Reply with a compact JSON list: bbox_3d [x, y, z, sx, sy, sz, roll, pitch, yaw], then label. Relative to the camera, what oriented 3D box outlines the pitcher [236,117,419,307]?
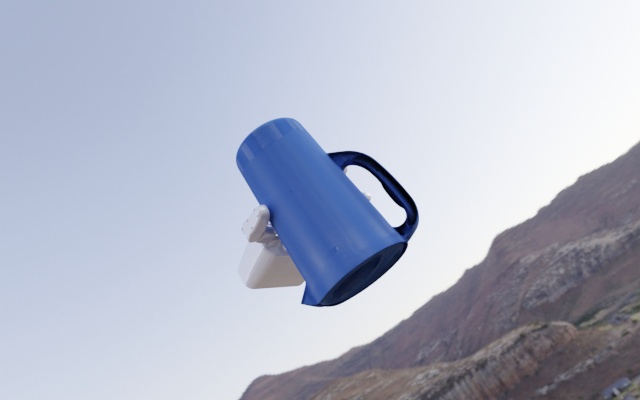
[{"bbox_3d":[0.000,0.002,0.625,0.149,0.242,0.145,-17,-29,-38],"label":"pitcher"}]
